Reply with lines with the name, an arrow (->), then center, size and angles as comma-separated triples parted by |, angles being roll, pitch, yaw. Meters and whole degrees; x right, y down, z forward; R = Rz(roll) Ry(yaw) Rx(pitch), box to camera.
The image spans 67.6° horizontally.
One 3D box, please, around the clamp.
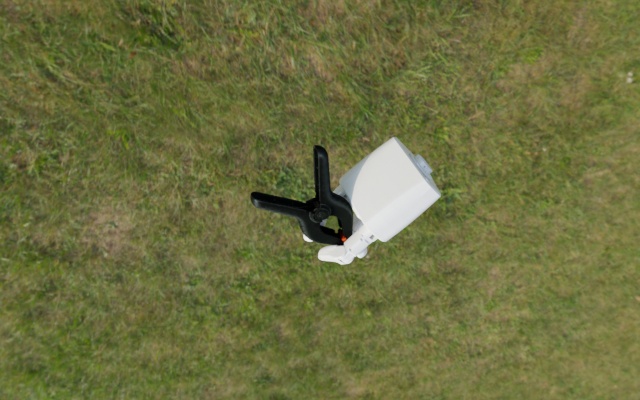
clamp -> 0.000, 0.003, 0.669 | 0.120, 0.039, 0.171 | -40, -52, 17
